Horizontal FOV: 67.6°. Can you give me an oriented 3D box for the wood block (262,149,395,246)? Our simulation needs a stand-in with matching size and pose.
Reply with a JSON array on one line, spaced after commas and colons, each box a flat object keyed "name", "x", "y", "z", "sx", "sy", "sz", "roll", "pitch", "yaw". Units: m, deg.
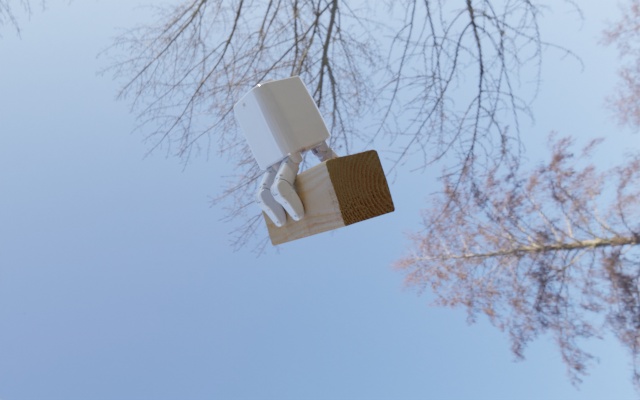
[{"name": "wood block", "x": 0.000, "y": 0.002, "z": 0.703, "sx": 0.091, "sy": 0.090, "sz": 0.206, "roll": -16, "pitch": -3, "yaw": -33}]
